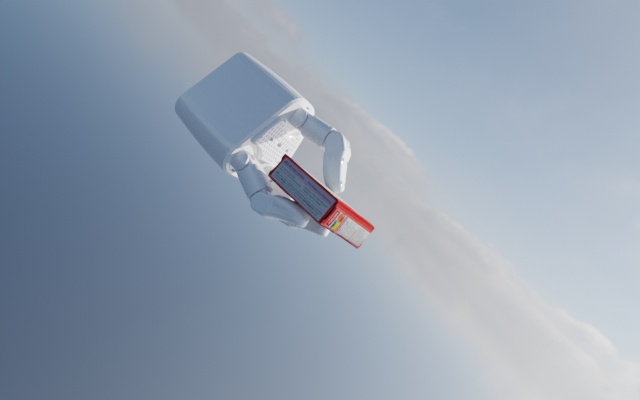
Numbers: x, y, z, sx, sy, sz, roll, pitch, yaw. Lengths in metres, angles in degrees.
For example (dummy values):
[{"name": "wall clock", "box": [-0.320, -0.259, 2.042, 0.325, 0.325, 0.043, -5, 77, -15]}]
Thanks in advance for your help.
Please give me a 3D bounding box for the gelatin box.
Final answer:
[{"name": "gelatin box", "box": [0.001, 0.001, 0.454, 0.089, 0.030, 0.073, 41, 3, 39]}]
